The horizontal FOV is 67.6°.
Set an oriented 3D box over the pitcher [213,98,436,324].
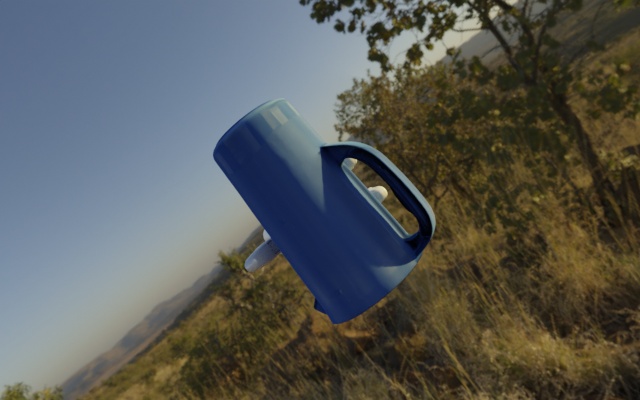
[{"bbox_3d":[0.000,0.002,0.540,0.149,0.243,0.145,-39,1,-17],"label":"pitcher"}]
